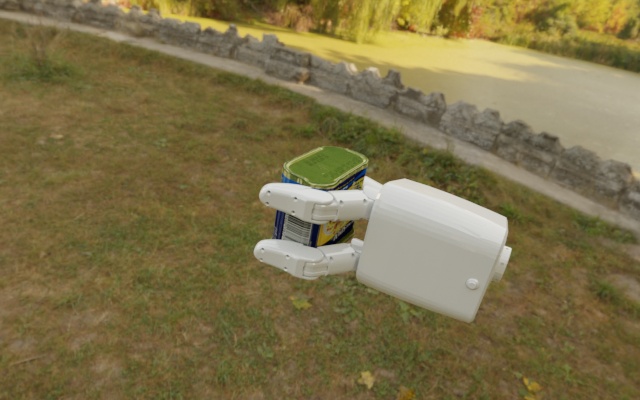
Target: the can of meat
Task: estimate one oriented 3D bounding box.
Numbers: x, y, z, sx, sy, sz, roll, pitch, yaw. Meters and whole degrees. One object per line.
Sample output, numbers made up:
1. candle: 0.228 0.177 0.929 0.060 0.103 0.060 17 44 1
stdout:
1. can of meat: 0.000 0.001 0.453 0.057 0.084 0.102 23 30 22
